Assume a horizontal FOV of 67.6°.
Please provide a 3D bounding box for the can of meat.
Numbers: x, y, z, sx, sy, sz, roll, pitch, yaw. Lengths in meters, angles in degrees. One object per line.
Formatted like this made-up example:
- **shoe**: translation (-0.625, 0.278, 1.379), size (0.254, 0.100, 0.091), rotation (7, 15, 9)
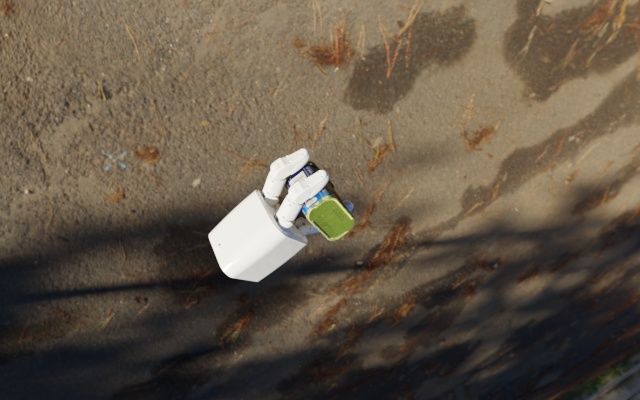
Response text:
- **can of meat**: translation (0.000, 0.003, 0.715), size (0.057, 0.084, 0.102), rotation (-38, -40, 5)
